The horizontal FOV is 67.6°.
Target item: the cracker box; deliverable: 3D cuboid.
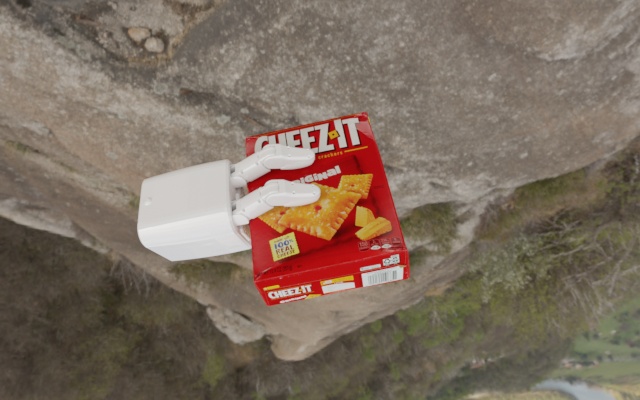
[{"bbox_3d":[0.000,0.002,0.566,0.164,0.213,0.072,-11,-37,2],"label":"cracker box"}]
